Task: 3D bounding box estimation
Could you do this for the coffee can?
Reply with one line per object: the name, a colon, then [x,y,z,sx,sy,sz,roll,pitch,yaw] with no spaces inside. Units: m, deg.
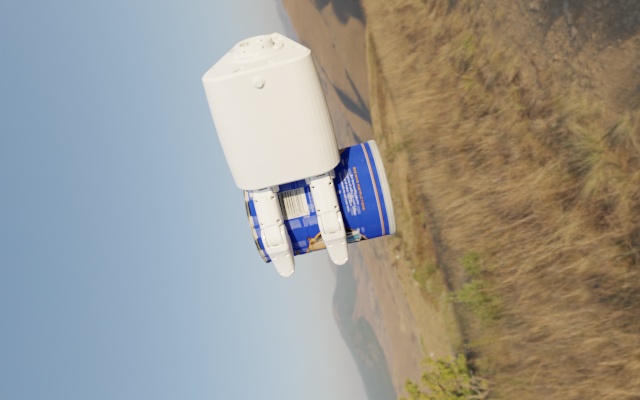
coffee can: [0.000,0.002,0.509,0.140,0.103,0.103,-13,-1,3]
